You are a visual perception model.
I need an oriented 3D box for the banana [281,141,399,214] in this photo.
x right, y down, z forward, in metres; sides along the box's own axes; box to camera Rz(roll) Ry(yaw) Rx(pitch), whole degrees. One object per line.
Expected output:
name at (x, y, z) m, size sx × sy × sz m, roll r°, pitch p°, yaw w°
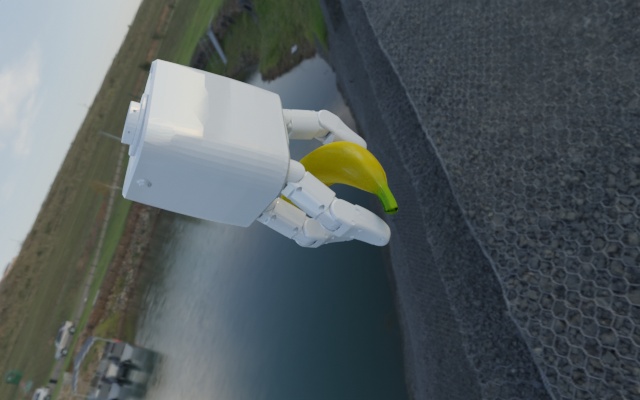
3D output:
banana at (0.002, -0.017, 0.457) m, size 0.037 × 0.069 × 0.198 m, roll 5°, pitch -6°, yaw -28°
